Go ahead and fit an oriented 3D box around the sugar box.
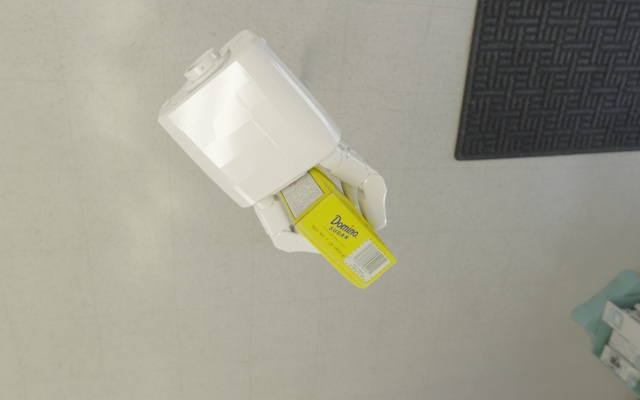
[{"bbox_3d":[0.000,0.001,0.455,0.093,0.048,0.176,46,7,-28],"label":"sugar box"}]
